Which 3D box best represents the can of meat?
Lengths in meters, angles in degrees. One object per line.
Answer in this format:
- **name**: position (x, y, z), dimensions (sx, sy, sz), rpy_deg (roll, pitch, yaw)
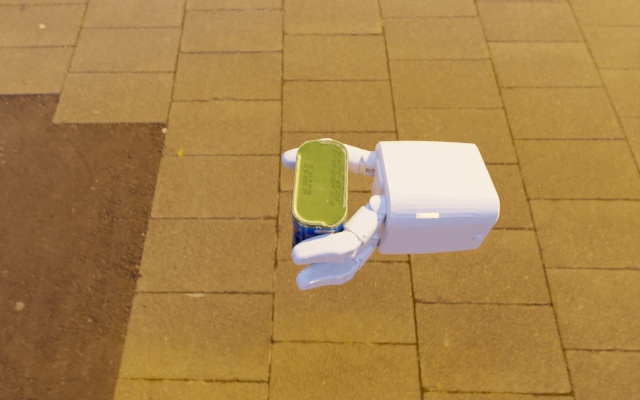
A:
- **can of meat**: position (0.000, 0.001, 0.481), dimensions (0.057, 0.102, 0.084), rpy_deg (3, -30, 0)
